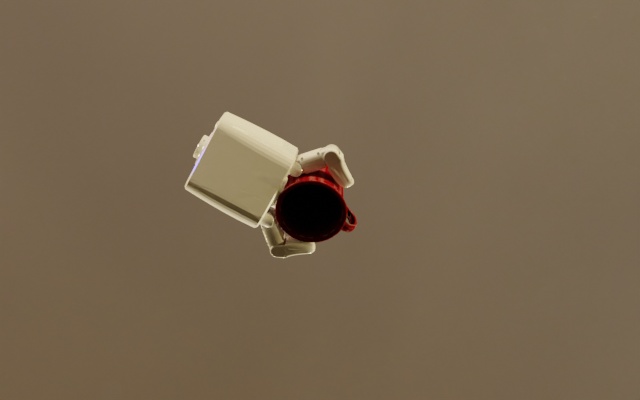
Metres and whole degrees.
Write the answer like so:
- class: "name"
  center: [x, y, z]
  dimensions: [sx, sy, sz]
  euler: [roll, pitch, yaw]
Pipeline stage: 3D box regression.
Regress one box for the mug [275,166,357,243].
- class: "mug"
  center: [0.001, 0.003, 0.649]
  dimensions: [0.117, 0.093, 0.081]
  euler: [29, 26, -12]
